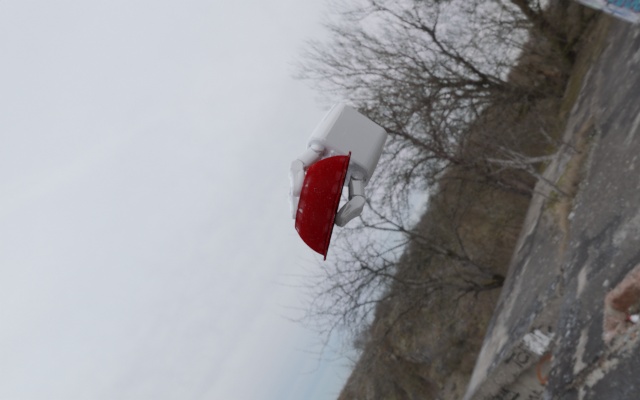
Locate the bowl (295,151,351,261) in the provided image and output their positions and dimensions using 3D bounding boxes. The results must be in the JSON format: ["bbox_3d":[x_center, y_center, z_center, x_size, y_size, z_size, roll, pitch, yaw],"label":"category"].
[{"bbox_3d":[-0.001,0.003,0.683,0.055,0.162,0.162,13,0,2],"label":"bowl"}]
